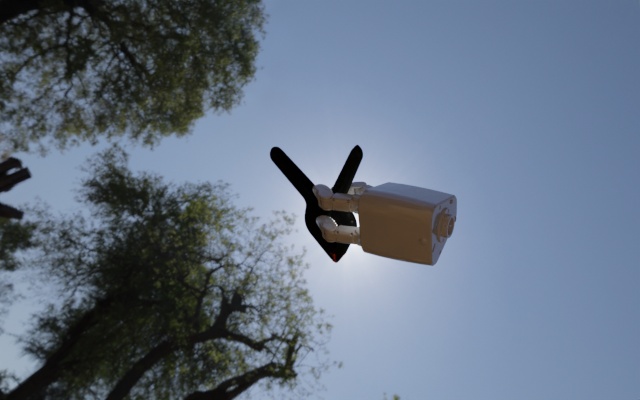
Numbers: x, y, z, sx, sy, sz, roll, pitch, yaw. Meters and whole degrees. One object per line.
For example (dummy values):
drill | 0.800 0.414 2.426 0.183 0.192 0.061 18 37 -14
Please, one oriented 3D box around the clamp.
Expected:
clamp | 0.001 0.003 0.766 0.164 0.210 0.036 11 33 31
